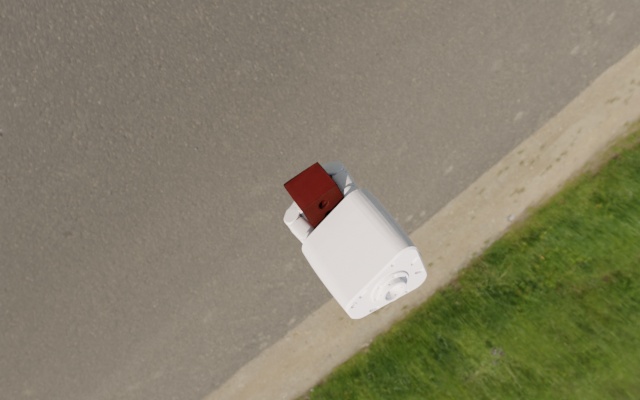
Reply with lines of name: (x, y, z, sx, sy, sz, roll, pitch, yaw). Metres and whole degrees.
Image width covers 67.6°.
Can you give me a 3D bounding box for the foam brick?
foam brick: (0.000, 0.002, 0.595, 0.053, 0.051, 0.078, -36, -40, -2)
